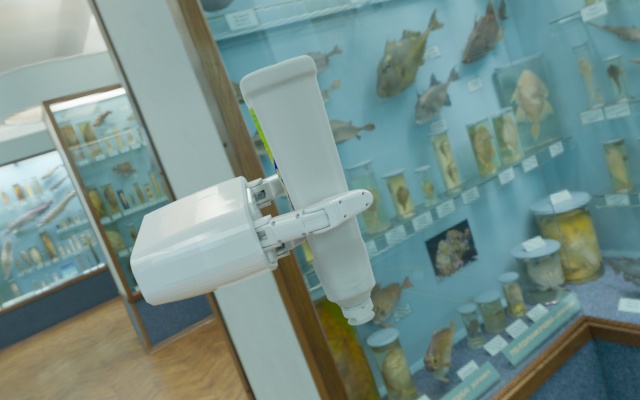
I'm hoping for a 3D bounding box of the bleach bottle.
[{"bbox_3d":[0.000,0.001,0.448,0.068,0.251,0.102,-20,8,-4],"label":"bleach bottle"}]
